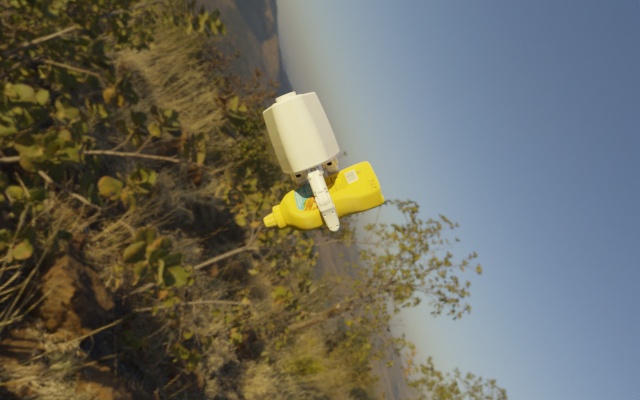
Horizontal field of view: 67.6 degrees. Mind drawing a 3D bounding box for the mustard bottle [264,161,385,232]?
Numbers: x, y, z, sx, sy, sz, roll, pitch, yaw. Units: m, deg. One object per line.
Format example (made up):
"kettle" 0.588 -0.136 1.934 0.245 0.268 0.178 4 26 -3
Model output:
"mustard bottle" 0.000 0.003 0.766 0.191 0.058 0.096 -21 35 3
